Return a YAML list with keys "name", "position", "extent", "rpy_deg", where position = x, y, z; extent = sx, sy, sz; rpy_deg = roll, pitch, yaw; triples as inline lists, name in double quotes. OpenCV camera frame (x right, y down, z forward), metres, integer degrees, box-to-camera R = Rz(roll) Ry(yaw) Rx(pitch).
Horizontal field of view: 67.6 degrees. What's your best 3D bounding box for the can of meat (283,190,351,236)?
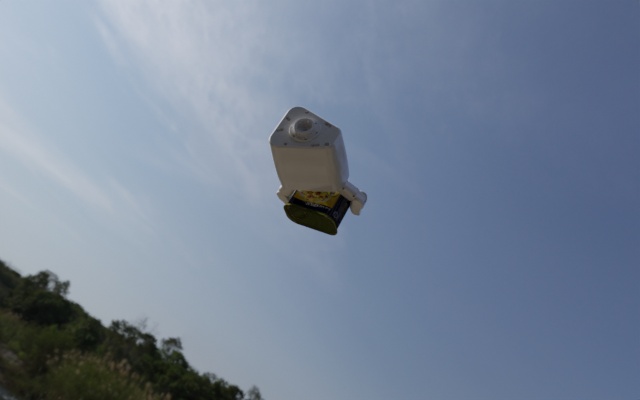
- name: "can of meat"
  position: [0.000, 0.003, 0.840]
  extent: [0.102, 0.084, 0.057]
  rpy_deg: [17, -31, 24]
